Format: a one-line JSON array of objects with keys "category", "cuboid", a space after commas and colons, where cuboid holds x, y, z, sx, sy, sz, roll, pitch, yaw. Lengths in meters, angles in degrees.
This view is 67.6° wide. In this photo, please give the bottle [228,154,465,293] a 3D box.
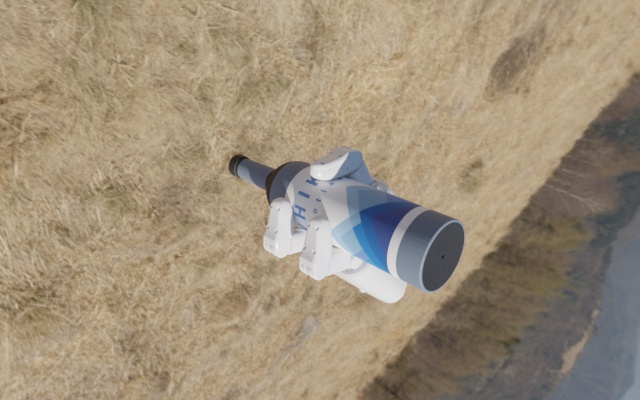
[{"category": "bottle", "cuboid": [0.000, 0.002, 0.491, 0.295, 0.069, 0.069, 24, 16, 40]}]
